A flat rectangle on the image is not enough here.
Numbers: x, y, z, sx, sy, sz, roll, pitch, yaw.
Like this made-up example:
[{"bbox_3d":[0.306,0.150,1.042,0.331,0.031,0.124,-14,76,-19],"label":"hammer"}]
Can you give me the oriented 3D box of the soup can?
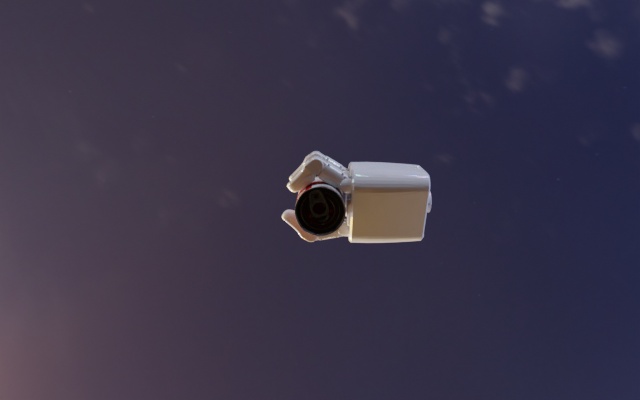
[{"bbox_3d":[0.000,0.002,0.678,0.068,0.068,0.102,0,14,0],"label":"soup can"}]
